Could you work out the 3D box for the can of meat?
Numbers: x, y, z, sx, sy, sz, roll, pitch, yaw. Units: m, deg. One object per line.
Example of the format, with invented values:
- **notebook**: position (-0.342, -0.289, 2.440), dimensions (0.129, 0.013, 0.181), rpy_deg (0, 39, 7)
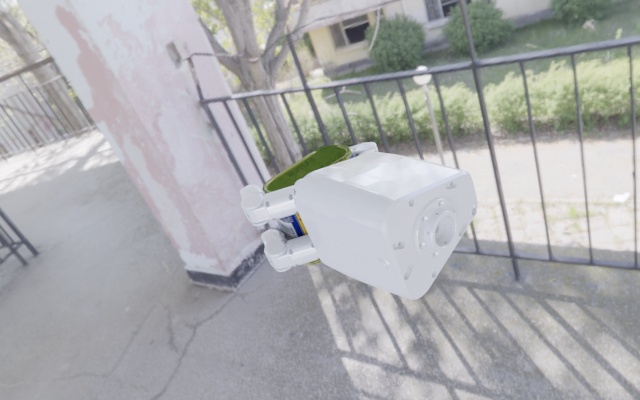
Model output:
- **can of meat**: position (0.000, 0.001, 0.492), dimensions (0.102, 0.084, 0.057), rpy_deg (-36, 31, -22)
